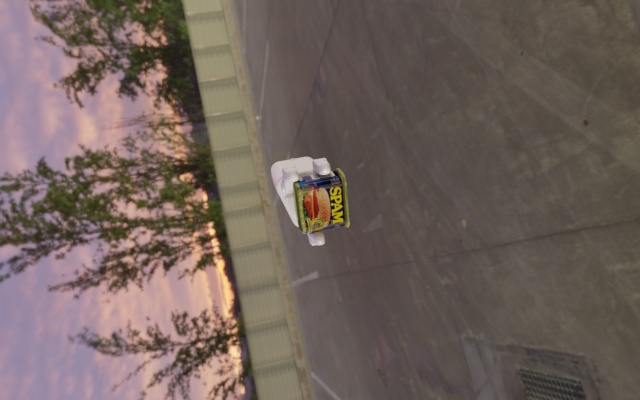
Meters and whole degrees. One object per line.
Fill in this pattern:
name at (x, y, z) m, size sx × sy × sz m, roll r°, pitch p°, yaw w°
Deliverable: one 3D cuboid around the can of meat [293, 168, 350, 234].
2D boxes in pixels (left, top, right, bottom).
can of meat at (0.000, 0.003, 0.823) m, size 0.084 × 0.102 × 0.057 m, roll -11°, pitch 26°, yaw -10°
